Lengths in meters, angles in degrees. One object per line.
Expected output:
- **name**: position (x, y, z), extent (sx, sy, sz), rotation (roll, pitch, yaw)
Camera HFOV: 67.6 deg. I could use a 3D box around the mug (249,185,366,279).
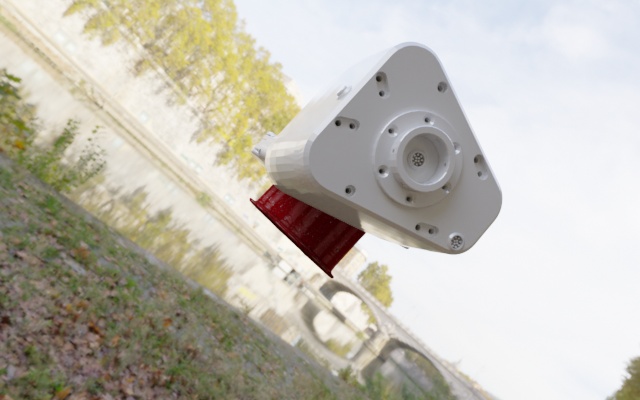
- **mug**: position (0.000, 0.001, 0.402), extent (0.093, 0.081, 0.117), rotation (45, -7, -15)
